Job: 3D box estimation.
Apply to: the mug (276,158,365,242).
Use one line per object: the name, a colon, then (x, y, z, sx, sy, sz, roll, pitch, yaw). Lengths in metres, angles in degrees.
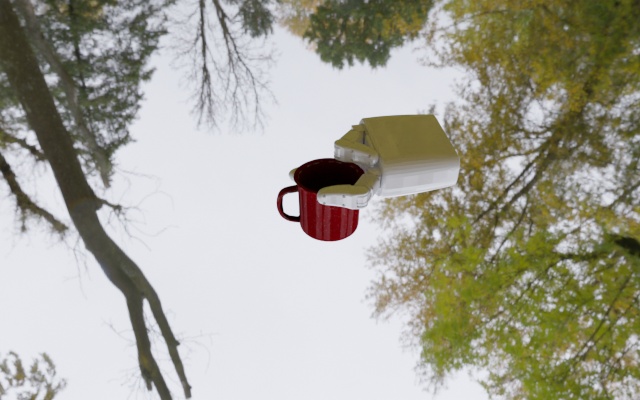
mug: (-0.001, 0.002, 0.634, 0.117, 0.082, 0.093, -7, 35, -10)
